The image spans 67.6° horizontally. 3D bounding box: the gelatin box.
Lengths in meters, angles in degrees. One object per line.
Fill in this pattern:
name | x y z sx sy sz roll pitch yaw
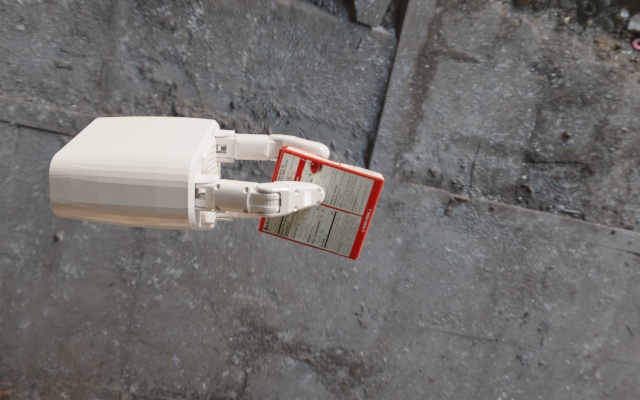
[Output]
gelatin box | 0.000 0.002 0.400 0.089 0.073 0.030 17 13 0
